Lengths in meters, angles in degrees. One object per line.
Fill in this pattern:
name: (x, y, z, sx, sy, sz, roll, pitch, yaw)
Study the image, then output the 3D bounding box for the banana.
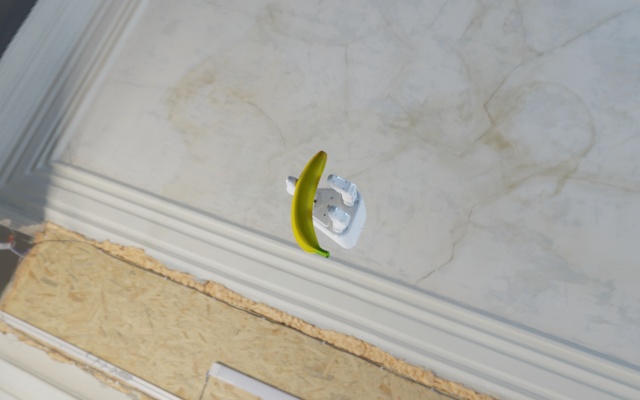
banana: (-0.018, 0.008, 0.819, 0.069, 0.197, 0.037, -8, -23, 13)
